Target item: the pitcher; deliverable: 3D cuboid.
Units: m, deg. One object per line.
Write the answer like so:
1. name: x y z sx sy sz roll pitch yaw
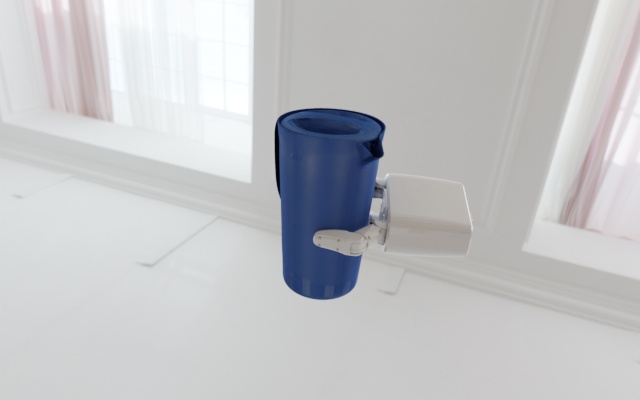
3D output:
1. pitcher: 0.000 0.002 0.641 0.145 0.243 0.149 5 26 1
